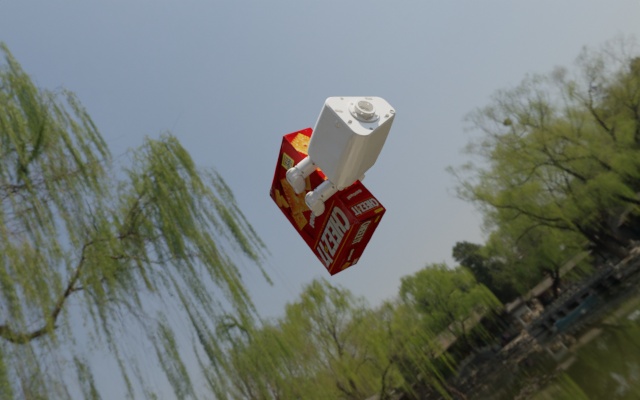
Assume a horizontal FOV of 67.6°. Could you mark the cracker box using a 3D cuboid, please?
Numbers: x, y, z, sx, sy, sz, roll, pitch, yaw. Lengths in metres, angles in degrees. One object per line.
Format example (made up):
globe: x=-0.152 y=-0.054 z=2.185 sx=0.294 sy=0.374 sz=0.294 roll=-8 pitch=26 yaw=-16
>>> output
cracker box: x=0.000 y=0.003 z=0.850 sx=0.072 sy=0.213 sz=0.164 roll=-22 pitch=-30 yaw=-32
